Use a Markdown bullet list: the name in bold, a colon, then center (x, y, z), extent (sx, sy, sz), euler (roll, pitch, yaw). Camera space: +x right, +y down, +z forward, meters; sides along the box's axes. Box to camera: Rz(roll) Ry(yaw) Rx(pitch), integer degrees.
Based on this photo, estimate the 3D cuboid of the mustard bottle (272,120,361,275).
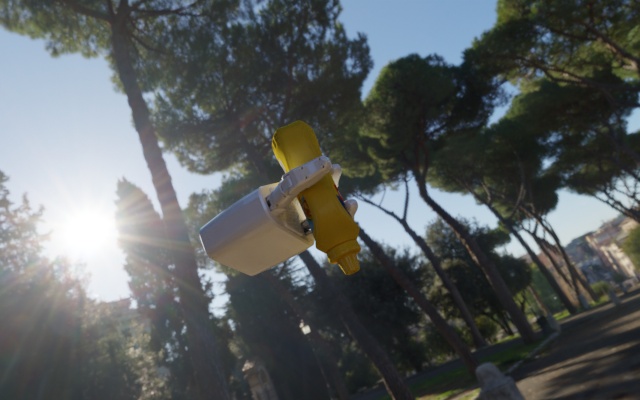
- **mustard bottle**: center (0.000, 0.002, 0.590), extent (0.058, 0.191, 0.096), euler (-23, -19, -5)
